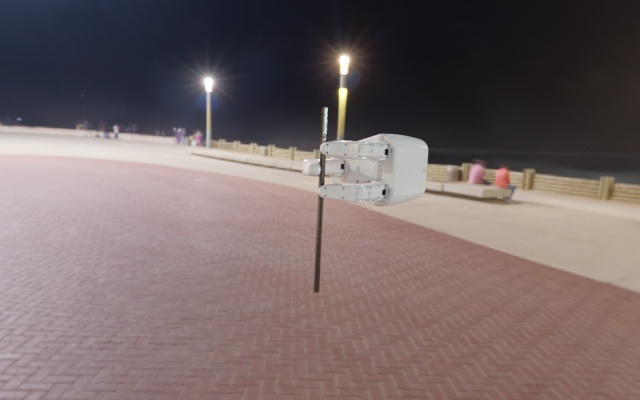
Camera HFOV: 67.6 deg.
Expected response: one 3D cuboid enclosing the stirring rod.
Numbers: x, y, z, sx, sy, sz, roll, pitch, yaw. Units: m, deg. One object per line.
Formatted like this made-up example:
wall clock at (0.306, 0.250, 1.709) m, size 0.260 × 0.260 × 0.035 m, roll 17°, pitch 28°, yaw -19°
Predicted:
stirring rod at (0.000, 0.002, 0.617) m, size 0.011 × 0.239 × 0.011 m, roll 3°, pitch 8°, yaw 0°
